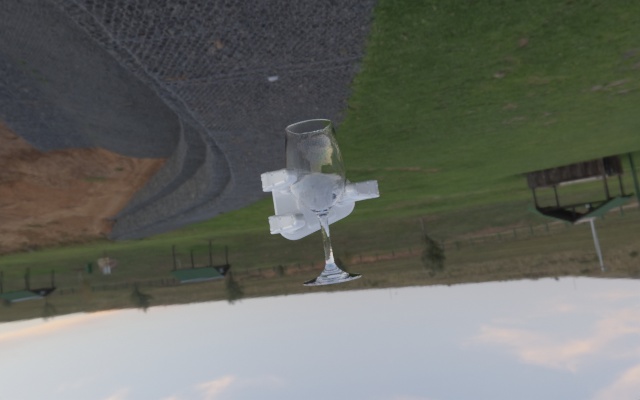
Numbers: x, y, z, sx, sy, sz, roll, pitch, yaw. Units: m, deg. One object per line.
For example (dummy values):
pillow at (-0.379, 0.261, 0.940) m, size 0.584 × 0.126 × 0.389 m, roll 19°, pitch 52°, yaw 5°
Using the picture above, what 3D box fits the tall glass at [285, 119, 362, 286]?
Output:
tall glass at (0.000, 0.003, 0.608) m, size 0.079 × 0.201 × 0.079 m, roll -9°, pitch -4°, yaw -1°
